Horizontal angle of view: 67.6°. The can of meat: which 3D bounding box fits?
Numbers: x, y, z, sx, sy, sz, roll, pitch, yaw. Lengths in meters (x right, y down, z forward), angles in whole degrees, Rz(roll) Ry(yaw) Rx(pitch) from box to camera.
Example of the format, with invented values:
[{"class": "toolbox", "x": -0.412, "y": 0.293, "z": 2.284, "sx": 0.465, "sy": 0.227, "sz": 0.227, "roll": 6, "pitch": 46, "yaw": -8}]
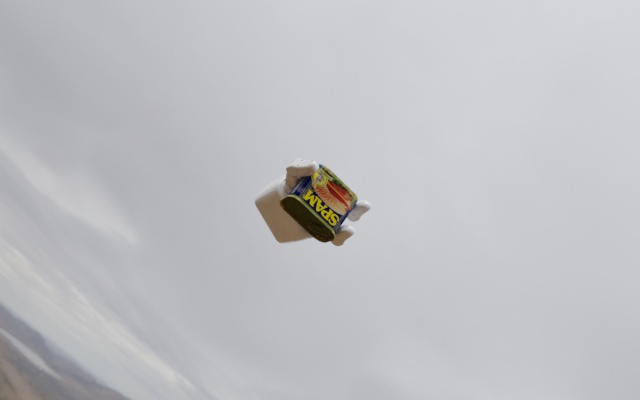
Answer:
[{"class": "can of meat", "x": 0.000, "y": 0.002, "z": 0.766, "sx": 0.102, "sy": 0.084, "sz": 0.057, "roll": 44, "pitch": -31, "yaw": -12}]
